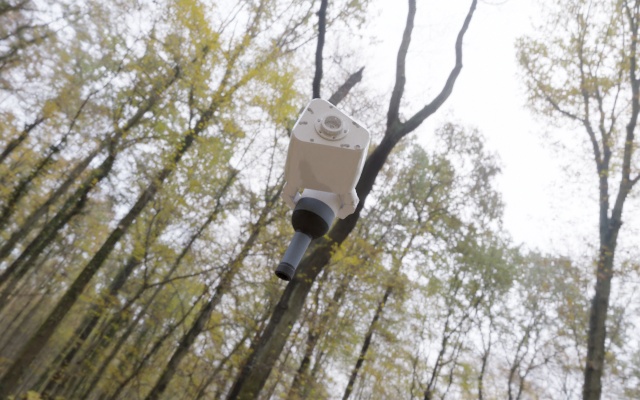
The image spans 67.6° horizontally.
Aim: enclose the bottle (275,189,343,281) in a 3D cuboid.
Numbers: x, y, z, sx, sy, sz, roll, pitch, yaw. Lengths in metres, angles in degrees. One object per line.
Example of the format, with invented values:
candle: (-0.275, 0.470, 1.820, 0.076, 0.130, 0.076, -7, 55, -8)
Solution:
bottle: (0.000, 0.002, 0.788, 0.069, 0.295, 0.069, 19, -34, 13)
